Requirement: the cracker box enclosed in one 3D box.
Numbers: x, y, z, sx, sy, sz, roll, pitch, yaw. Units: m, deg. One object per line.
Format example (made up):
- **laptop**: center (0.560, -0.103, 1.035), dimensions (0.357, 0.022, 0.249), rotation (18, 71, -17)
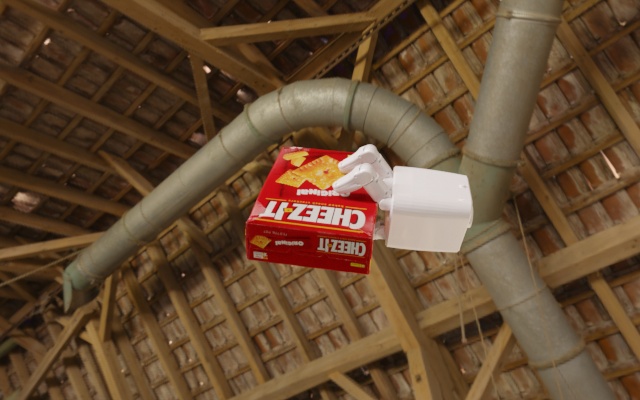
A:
- **cracker box**: center (0.000, 0.002, 0.689), dimensions (0.164, 0.072, 0.213), rotation (6, 34, 7)
